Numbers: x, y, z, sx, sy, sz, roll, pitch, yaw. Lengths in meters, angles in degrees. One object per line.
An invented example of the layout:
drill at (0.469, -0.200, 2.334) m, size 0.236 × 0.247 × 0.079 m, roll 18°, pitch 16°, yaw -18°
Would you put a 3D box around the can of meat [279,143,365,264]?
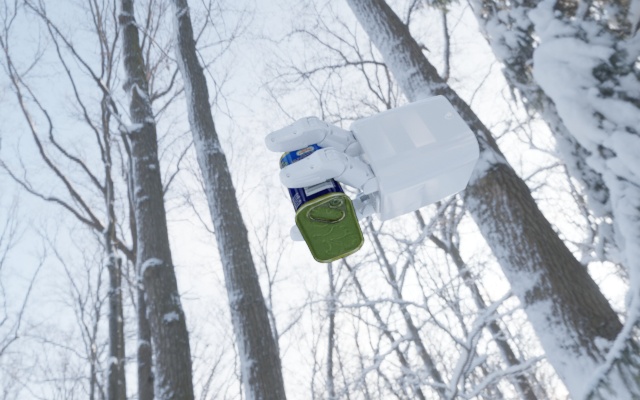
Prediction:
can of meat at (0.000, 0.001, 0.496) m, size 0.057 × 0.084 × 0.102 m, roll -22°, pitch -40°, yaw 1°
